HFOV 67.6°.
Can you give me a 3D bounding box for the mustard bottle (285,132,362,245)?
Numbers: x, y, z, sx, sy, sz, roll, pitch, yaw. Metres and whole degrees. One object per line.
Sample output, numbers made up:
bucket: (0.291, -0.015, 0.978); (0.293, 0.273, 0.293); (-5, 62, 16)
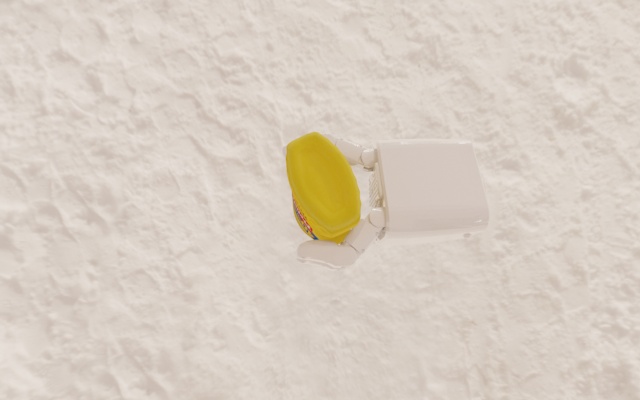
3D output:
mustard bottle: (0.000, 0.002, 0.517); (0.058, 0.096, 0.192); (-27, -10, -7)
